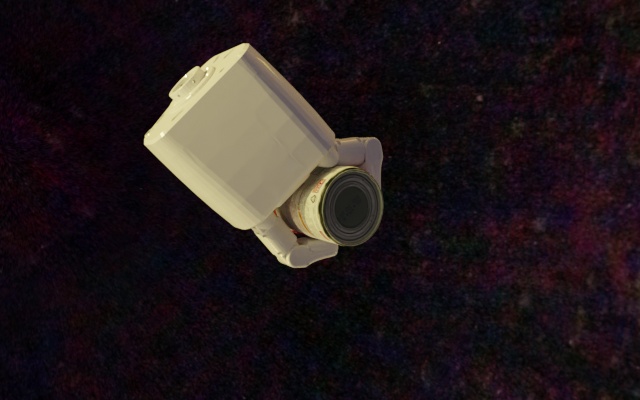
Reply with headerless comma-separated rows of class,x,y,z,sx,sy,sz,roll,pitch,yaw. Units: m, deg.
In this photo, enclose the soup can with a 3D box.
soup can,0.000,0.002,0.437,0.068,0.068,0.102,0,5,-34
